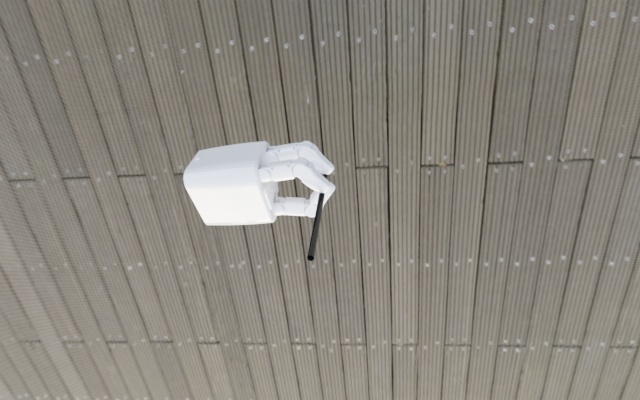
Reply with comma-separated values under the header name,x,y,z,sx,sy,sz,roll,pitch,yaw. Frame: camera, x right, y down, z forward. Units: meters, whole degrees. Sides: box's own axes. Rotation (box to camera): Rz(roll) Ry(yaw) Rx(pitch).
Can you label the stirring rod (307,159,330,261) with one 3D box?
name,x,y,z,sx,sy,sz,roll,pitch,yaw
stirring rod,0.000,0.002,0.630,0.011,0.011,0.239,0,31,6
